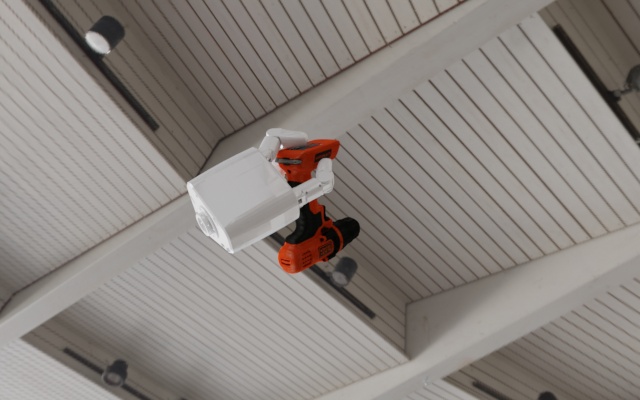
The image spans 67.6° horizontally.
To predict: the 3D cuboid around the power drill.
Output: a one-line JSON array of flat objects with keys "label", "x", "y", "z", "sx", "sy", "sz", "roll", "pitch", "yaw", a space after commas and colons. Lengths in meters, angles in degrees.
[{"label": "power drill", "x": 0.000, "y": 0.002, "z": 0.745, "sx": 0.057, "sy": 0.188, "sz": 0.184, "roll": 5, "pitch": 19, "yaw": 36}]
